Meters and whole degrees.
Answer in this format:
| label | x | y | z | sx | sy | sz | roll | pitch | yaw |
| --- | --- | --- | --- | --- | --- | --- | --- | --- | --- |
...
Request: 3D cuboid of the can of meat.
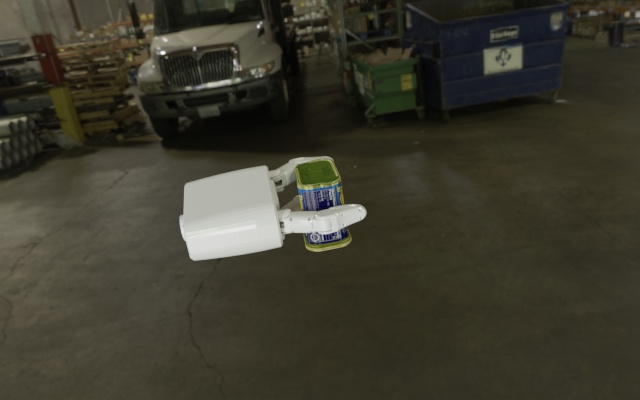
| label | x | y | z | sx | sy | sz | roll | pitch | yaw |
| --- | --- | --- | --- | --- | --- | --- | --- | --- | --- |
| can of meat | 0.000 | 0.002 | 0.597 | 0.057 | 0.084 | 0.102 | -10 | 22 | -3 |
